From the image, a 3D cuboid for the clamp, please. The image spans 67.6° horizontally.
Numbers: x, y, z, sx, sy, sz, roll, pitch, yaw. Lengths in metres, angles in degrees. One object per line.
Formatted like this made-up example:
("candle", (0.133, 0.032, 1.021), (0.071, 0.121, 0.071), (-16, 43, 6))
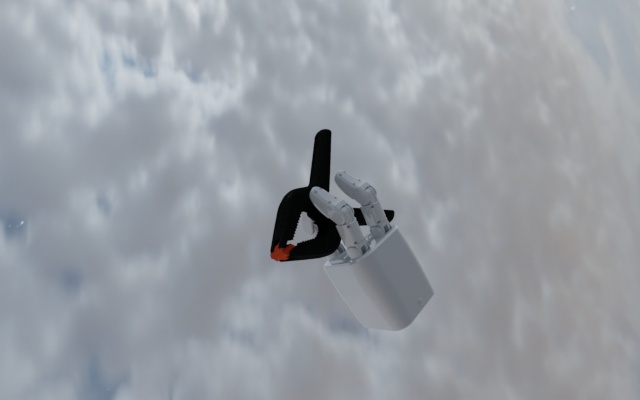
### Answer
("clamp", (-0.001, 0.003, 0.624), (0.210, 0.164, 0.036), (-36, 2, -43))
